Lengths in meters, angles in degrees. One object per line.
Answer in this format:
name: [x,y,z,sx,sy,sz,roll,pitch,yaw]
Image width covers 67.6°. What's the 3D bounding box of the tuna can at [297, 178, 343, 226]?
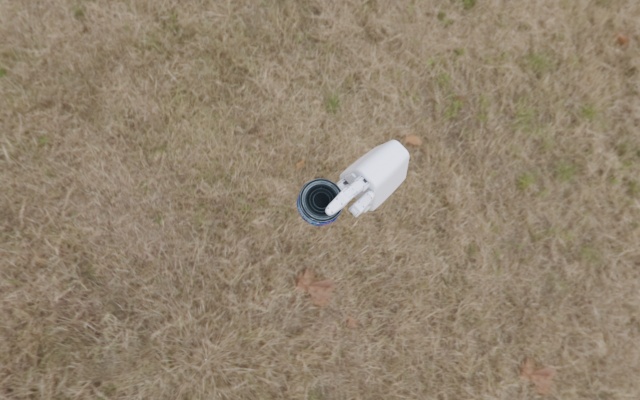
tuna can: [0.000,0.003,0.886,0.086,0.086,0.034,0,-14,-9]
